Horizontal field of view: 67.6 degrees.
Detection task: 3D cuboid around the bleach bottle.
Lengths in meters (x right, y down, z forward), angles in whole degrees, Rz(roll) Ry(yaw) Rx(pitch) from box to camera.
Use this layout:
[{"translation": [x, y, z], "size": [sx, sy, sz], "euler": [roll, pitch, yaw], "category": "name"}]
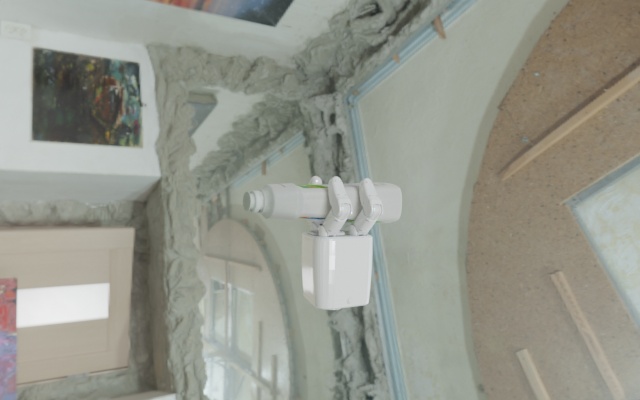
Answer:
[{"translation": [0.000, 0.002, 0.733], "size": [0.251, 0.068, 0.102], "euler": [1, 1, -31], "category": "bleach bottle"}]
